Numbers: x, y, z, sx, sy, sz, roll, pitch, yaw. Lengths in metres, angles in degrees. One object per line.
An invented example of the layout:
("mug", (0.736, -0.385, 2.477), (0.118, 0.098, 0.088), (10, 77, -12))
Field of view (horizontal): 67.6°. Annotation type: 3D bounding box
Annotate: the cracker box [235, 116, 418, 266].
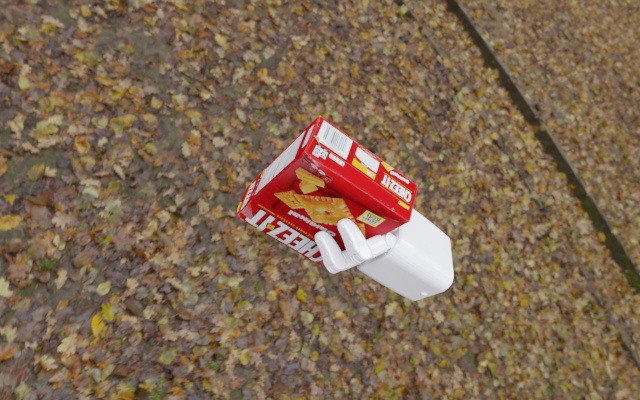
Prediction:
("cracker box", (0.000, 0.002, 0.662), (0.164, 0.072, 0.214), (33, -37, -17))
